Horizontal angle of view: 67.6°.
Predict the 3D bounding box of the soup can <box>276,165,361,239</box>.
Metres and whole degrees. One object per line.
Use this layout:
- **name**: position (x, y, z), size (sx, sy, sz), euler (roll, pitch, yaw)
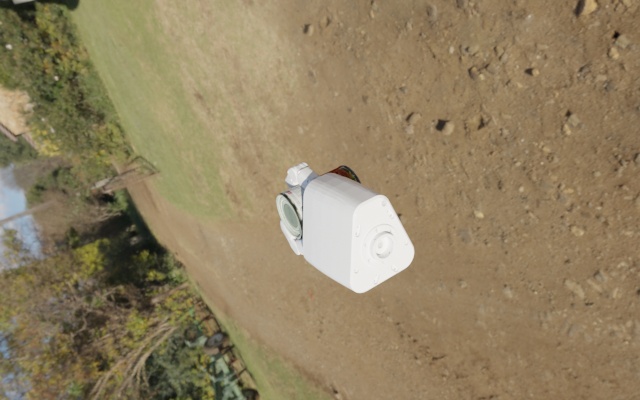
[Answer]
- **soup can**: position (0.000, 0.002, 0.648), size (0.102, 0.068, 0.068), euler (-25, 10, -23)
